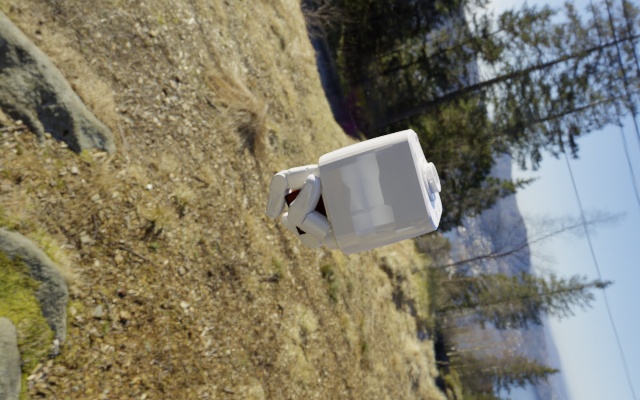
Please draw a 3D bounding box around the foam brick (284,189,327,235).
[{"bbox_3d":[0.000,0.002,0.583,0.051,0.053,0.078,-17,10,22],"label":"foam brick"}]
